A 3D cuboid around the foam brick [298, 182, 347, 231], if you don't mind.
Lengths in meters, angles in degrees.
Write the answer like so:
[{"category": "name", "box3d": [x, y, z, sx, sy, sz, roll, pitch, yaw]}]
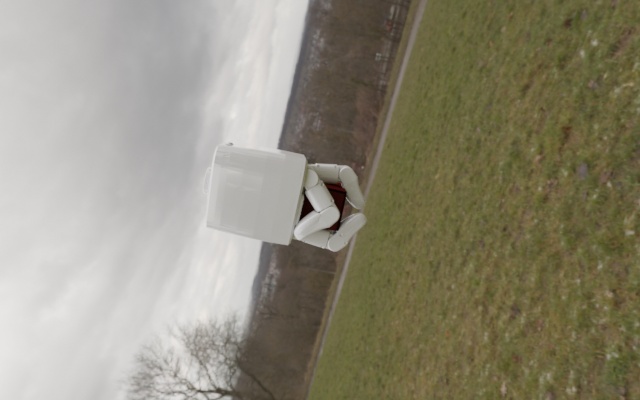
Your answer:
[{"category": "foam brick", "box3d": [0.000, 0.002, 0.618, 0.051, 0.053, 0.078, 11, 9, -6]}]
